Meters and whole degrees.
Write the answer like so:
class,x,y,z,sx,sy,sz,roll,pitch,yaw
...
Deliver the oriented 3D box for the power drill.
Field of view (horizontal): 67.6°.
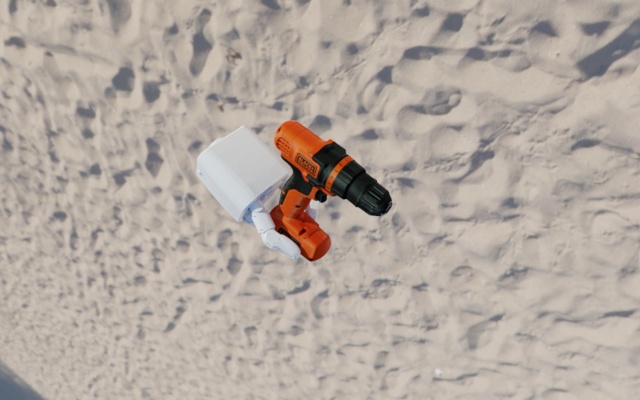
class,x,y,z,sx,sy,sz,roll,pitch,yaw
power drill,0.000,0.002,0.670,0.184,0.188,0.057,39,47,18
